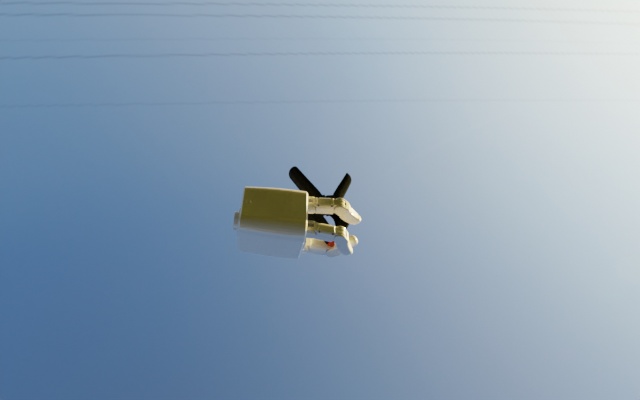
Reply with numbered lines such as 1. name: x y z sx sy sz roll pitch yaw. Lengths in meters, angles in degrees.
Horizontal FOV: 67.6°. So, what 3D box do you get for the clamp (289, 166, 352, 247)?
1. clamp: 0.000 0.003 0.843 0.120 0.039 0.171 8 44 -8
